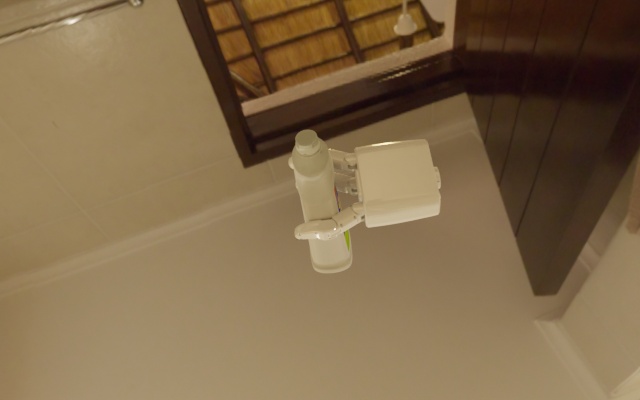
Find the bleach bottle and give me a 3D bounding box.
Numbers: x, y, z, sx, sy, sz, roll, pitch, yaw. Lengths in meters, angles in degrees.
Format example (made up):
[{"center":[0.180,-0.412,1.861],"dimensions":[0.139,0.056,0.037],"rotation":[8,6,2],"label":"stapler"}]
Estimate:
[{"center":[0.000,0.002,0.697],"dimensions":[0.068,0.102,0.251],"rotation":[-8,-38,4],"label":"bleach bottle"}]
